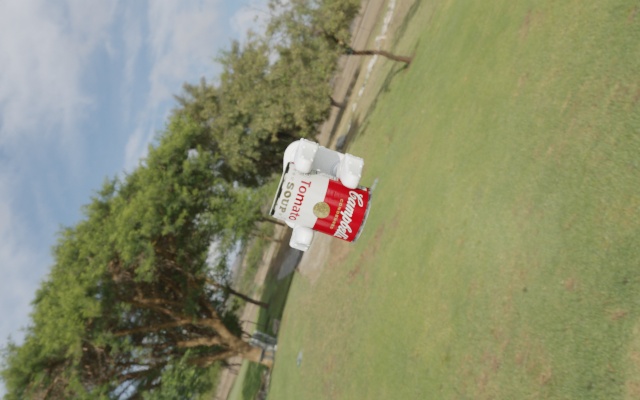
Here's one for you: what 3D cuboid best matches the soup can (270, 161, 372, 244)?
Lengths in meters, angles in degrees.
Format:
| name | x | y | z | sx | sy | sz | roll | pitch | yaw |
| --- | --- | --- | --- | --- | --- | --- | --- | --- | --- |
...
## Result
| name | x | y | z | sx | sy | sz | roll | pitch | yaw |
| --- | --- | --- | --- | --- | --- | --- | --- | --- | --- |
| soup can | 0.000 | 0.002 | 0.548 | 0.102 | 0.068 | 0.068 | 19 | -2 | -6 |
